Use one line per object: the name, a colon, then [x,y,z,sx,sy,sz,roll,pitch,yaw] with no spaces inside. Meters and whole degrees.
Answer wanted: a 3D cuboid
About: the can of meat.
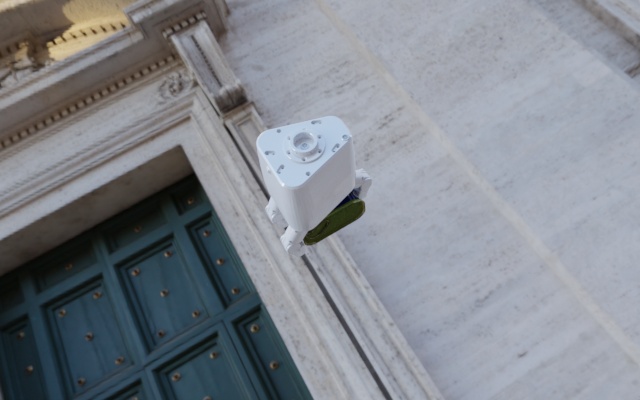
can of meat: [0.000,0.002,0.694,0.102,0.084,0.057,-30,-27,-7]
